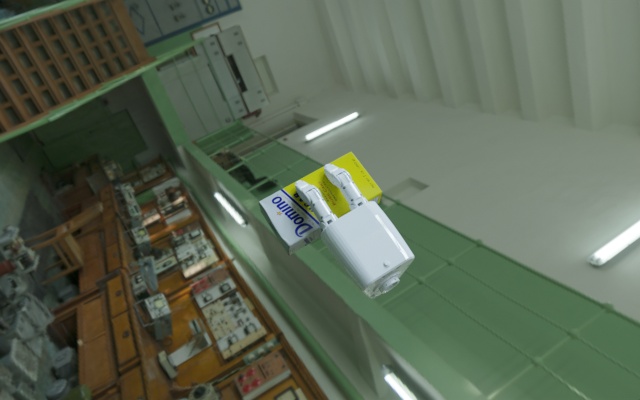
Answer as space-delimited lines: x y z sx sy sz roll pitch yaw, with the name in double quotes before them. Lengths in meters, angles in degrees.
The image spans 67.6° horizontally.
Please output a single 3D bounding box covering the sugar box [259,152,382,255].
"sugar box" 0.000 0.002 0.766 0.176 0.093 0.048 -29 -23 -16
